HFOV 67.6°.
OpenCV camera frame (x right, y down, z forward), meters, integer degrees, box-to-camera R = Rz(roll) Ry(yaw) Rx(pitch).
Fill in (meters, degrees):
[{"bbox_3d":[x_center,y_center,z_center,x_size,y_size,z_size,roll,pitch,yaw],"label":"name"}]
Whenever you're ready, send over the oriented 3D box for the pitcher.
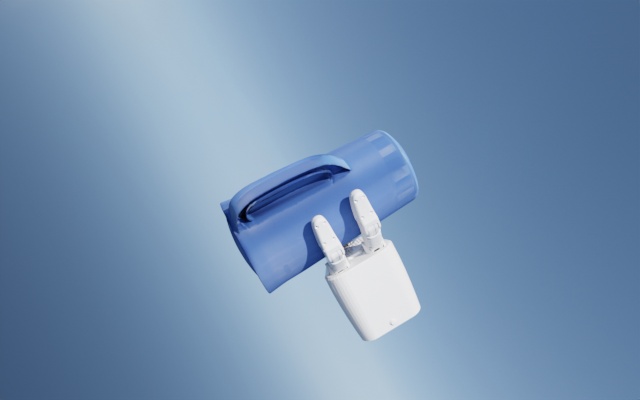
[{"bbox_3d":[0.000,0.002,0.621,0.243,0.145,0.149,-29,13,-8],"label":"pitcher"}]
